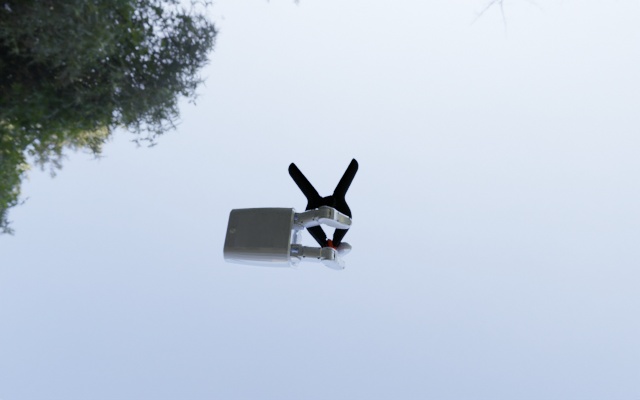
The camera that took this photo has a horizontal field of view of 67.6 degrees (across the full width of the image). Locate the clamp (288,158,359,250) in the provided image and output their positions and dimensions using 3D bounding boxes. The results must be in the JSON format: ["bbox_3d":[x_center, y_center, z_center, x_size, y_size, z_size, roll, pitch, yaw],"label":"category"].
[{"bbox_3d":[0.000,0.003,0.789,0.120,0.171,0.039,1,-27,8],"label":"clamp"}]
